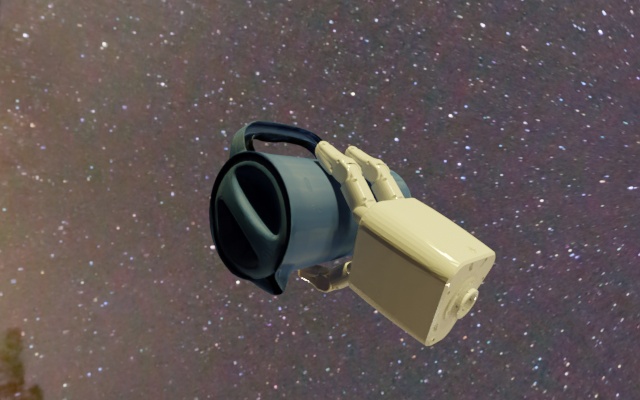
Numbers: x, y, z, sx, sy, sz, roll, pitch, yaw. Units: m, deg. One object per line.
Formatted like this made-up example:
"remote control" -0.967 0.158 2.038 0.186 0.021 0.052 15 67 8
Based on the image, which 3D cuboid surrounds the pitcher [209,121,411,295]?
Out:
"pitcher" 0.000 0.002 0.568 0.145 0.149 0.243 33 24 36
